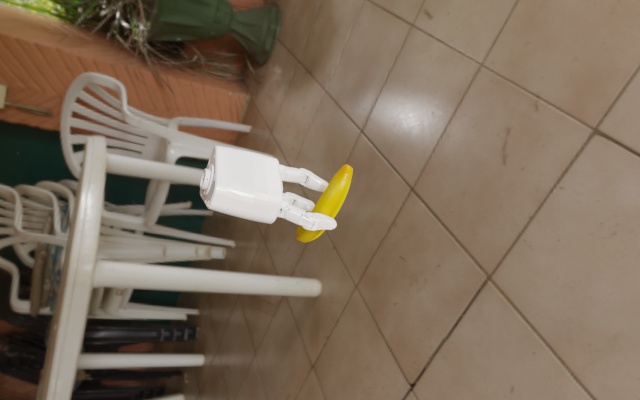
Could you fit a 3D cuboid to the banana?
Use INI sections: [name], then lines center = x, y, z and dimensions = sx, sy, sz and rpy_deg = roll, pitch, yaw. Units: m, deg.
[banana]
center = -0.001, 0.019, 0.809
dimensions = 0.037, 0.069, 0.198
rpy_deg = 16, -40, -21
